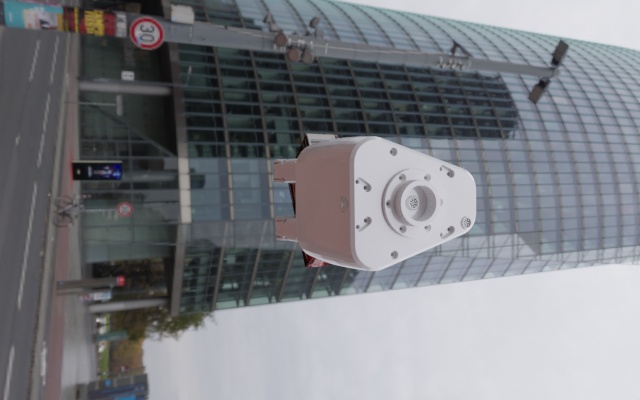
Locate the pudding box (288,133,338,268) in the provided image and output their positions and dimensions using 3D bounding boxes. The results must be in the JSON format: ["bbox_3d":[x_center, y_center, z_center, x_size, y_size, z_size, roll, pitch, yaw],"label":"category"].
[{"bbox_3d":[0.000,0.002,0.489,0.039,0.113,0.090,-2,-26,-20],"label":"pudding box"}]
